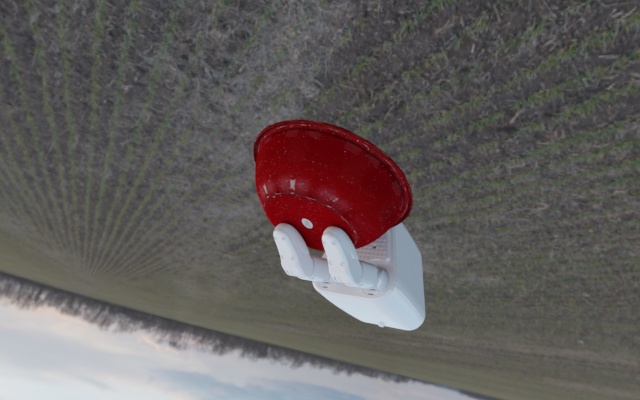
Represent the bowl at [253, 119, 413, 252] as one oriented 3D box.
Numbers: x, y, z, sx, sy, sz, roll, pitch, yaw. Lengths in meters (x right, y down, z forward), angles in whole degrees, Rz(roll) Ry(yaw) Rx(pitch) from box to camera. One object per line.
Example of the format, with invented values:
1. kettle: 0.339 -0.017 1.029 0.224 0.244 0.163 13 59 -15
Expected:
1. bowl: -0.001 0.001 0.443 0.162 0.055 0.162 19 -31 12
